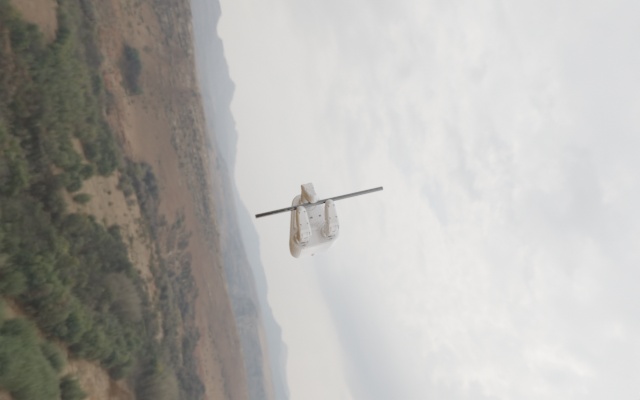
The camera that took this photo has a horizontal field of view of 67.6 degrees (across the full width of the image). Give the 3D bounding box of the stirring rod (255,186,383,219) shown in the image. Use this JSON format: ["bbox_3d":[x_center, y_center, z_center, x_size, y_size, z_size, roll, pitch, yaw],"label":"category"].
[{"bbox_3d":[0.000,0.003,0.866,0.239,0.011,0.011,-13,2,-11],"label":"stirring rod"}]
